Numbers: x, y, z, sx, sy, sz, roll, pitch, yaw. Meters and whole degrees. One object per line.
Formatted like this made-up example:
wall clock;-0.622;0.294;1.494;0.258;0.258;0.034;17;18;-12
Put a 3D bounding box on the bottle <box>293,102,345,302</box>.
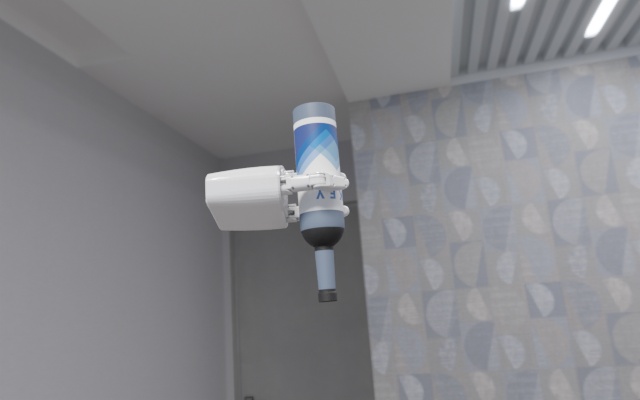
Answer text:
bottle;0.000;0.002;0.718;0.069;0.295;0.069;-4;-12;-1
